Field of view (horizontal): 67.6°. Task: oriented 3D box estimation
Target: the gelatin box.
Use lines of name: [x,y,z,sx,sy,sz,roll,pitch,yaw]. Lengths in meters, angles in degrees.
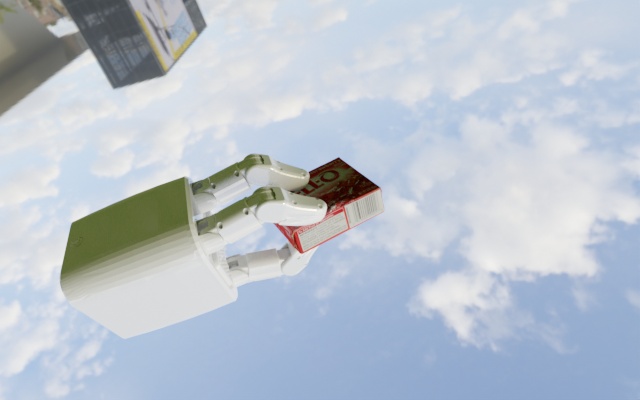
gelatin box: [0.000,0.002,0.428,0.089,0.030,0.073,-26,36,-17]
